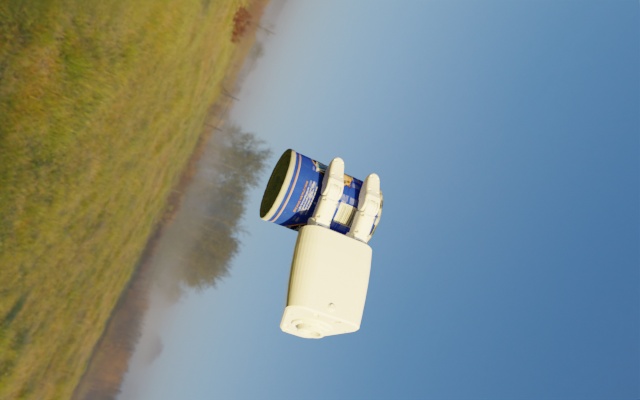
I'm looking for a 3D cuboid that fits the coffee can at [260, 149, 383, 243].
[{"bbox_3d":[0.000,0.002,0.662,0.140,0.103,0.103,22,-7,-17],"label":"coffee can"}]
